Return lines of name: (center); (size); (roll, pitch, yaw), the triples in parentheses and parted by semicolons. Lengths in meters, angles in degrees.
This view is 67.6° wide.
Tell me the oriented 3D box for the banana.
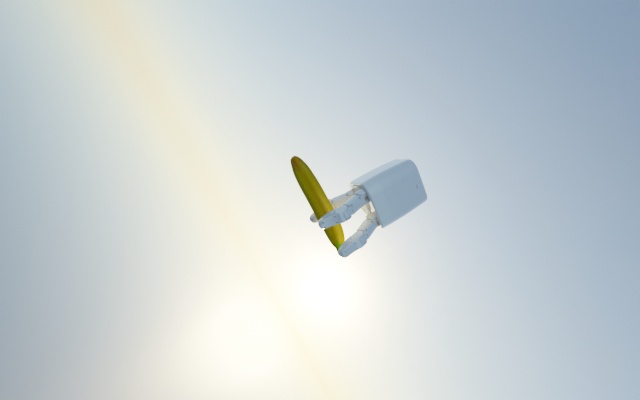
banana: (0.000, 0.006, 0.878); (0.037, 0.198, 0.069); (-29, 2, -5)
